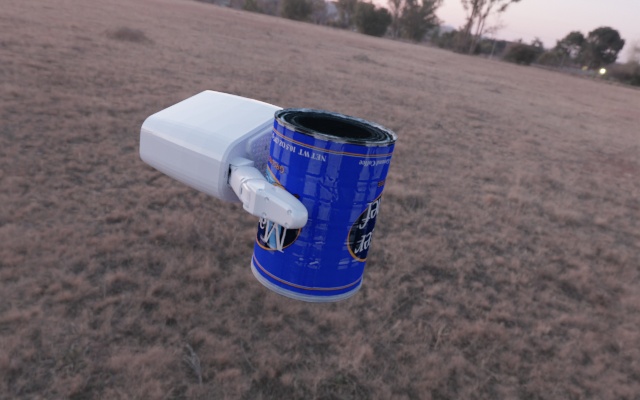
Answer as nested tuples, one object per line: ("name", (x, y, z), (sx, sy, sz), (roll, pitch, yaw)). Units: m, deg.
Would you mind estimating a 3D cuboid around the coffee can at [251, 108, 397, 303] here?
("coffee can", (0.000, 0.002, 0.413), (0.103, 0.140, 0.102), (10, 21, -4))
